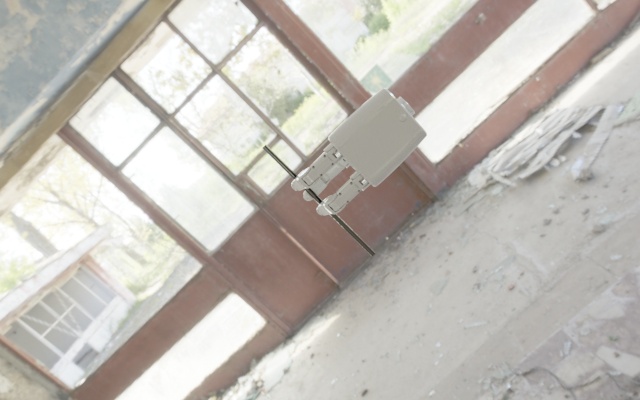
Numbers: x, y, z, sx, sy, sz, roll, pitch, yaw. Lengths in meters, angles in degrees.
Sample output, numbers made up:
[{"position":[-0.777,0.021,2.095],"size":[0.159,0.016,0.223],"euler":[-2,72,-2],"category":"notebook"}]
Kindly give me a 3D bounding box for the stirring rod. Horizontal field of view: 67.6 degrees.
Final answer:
[{"position":[0.000,0.002,0.731],"size":[0.239,0.011,0.011],"euler":[45,-11,-11],"category":"stirring rod"}]
